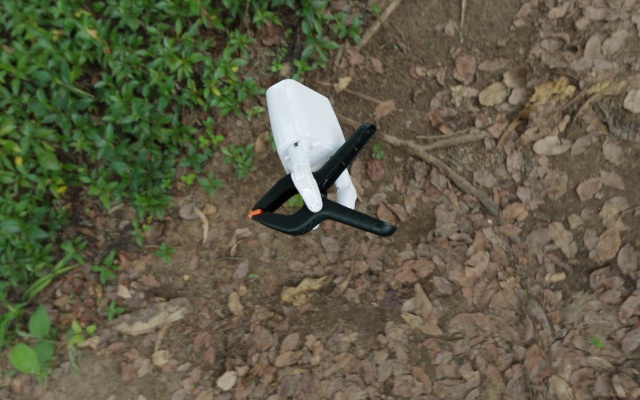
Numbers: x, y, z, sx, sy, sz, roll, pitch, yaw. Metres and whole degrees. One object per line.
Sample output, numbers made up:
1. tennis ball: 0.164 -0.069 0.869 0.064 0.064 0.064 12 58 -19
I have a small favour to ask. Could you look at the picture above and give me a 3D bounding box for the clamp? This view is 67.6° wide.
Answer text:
1. clamp: -0.001 0.002 0.646 0.210 0.164 0.036 -24 -30 17
